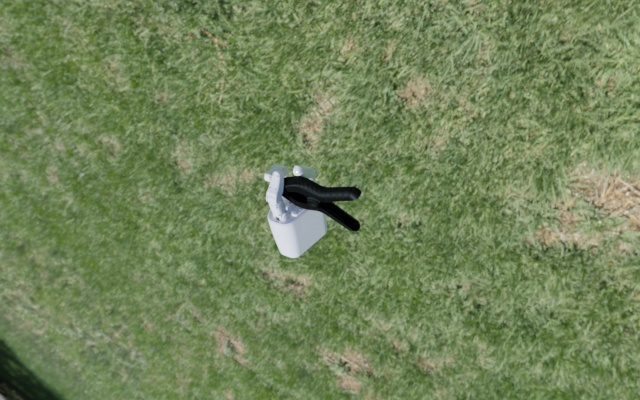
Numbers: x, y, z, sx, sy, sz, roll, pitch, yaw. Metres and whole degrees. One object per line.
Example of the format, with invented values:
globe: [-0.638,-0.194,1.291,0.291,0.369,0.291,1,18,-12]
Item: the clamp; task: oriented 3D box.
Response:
clamp: [0.000,0.003,0.868,0.171,0.120,0.039,16,52,25]
